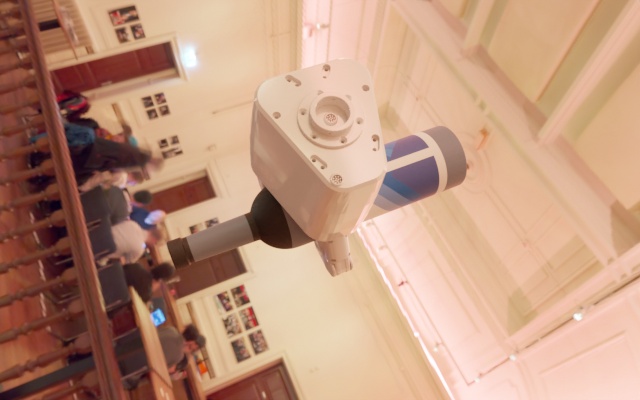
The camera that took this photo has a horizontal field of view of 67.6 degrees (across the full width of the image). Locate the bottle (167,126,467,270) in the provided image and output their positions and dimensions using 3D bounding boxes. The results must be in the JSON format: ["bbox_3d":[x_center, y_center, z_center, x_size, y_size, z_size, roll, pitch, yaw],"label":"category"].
[{"bbox_3d":[0.000,0.001,0.466,0.295,0.069,0.069,-20,5,-15],"label":"bottle"}]
